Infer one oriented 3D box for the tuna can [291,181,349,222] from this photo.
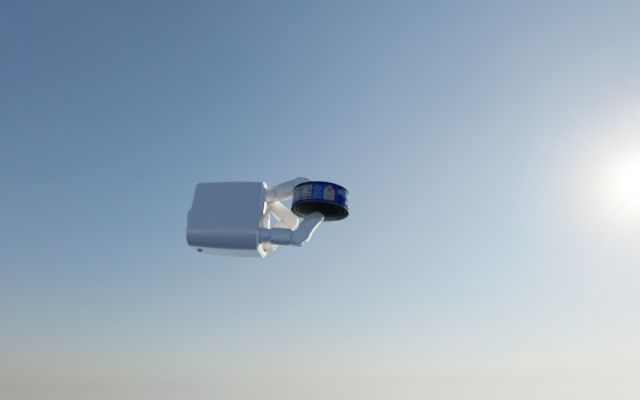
[{"bbox_3d":[0.000,0.002,0.705,0.086,0.033,0.086,4,-21,2],"label":"tuna can"}]
